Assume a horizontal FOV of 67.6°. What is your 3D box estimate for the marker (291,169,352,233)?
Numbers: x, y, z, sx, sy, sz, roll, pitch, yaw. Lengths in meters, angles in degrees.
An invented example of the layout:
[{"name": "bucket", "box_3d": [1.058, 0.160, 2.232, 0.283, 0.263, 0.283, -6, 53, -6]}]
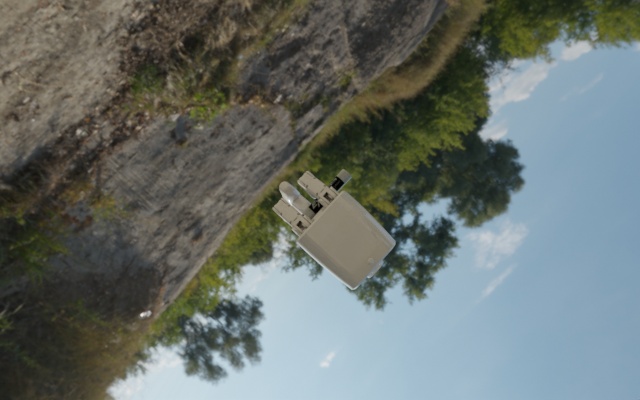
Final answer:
[{"name": "marker", "box_3d": [0.000, 0.002, 0.718, 0.020, 0.121, 0.020, 42, -6, 5]}]
